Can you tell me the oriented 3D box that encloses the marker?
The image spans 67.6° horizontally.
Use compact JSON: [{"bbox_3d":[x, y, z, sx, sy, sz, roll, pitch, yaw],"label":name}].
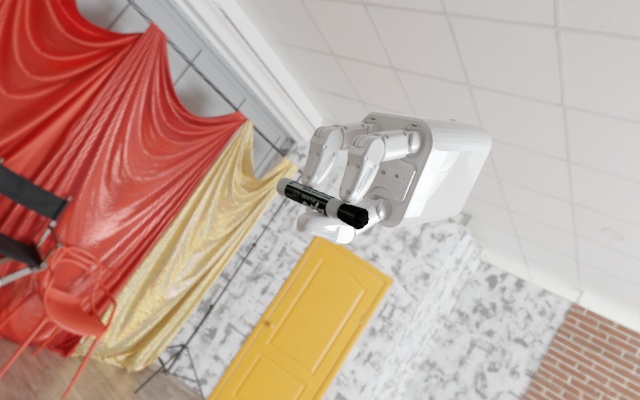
[{"bbox_3d":[0.000,0.001,0.433,0.020,0.020,0.121,0,15,-39],"label":"marker"}]
